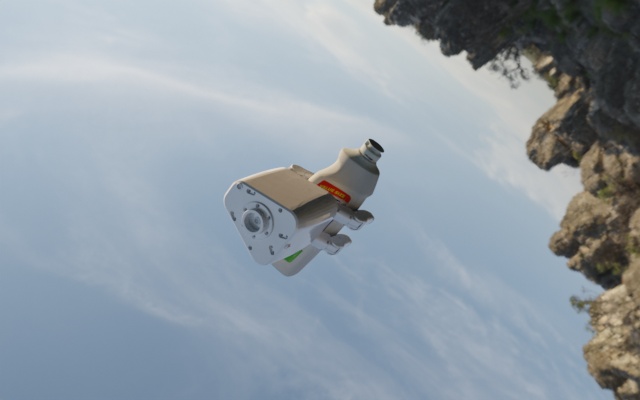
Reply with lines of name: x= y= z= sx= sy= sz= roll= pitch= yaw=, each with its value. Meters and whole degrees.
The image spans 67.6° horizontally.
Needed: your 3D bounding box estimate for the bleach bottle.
bleach bottle: x=0.000 y=0.002 z=0.726 sx=0.251 sy=0.102 sz=0.068 roll=-50 pitch=-12 yaw=26
